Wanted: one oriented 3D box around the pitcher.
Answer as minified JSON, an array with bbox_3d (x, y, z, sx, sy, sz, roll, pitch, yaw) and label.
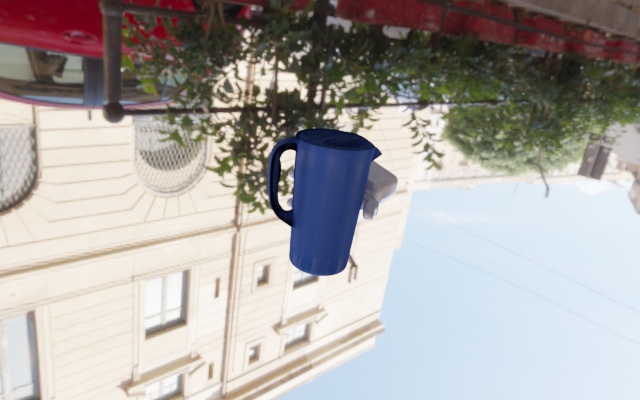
[{"bbox_3d":[0.000,0.003,0.823,0.149,0.243,0.145,19,23,26],"label":"pitcher"}]
